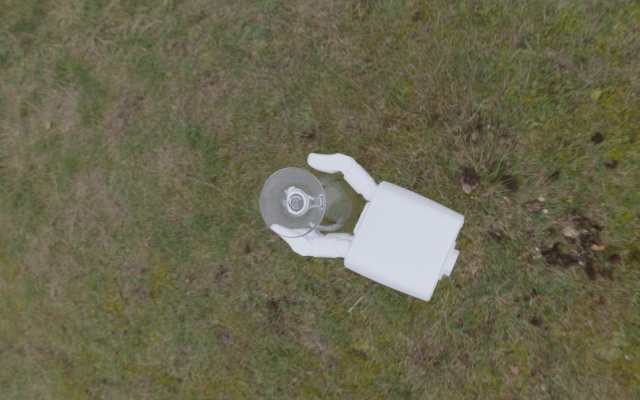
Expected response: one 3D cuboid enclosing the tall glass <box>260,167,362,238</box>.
[{"bbox_3d":[0.000,0.002,0.594,0.079,0.079,0.201,0,0,17],"label":"tall glass"}]
